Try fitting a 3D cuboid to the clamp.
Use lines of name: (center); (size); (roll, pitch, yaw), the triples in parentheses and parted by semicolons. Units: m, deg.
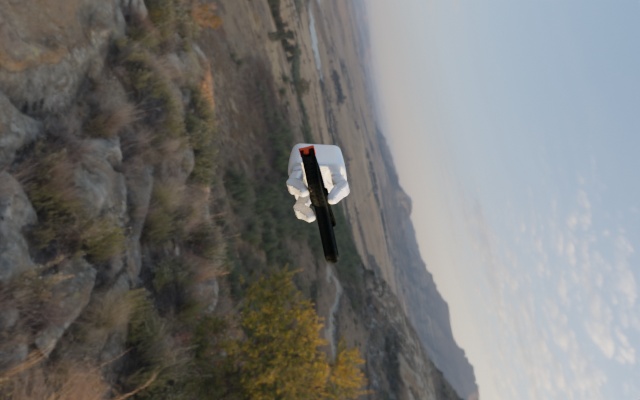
clamp: (0.001, 0.002, 0.887); (0.036, 0.210, 0.164); (-13, 28, 4)
